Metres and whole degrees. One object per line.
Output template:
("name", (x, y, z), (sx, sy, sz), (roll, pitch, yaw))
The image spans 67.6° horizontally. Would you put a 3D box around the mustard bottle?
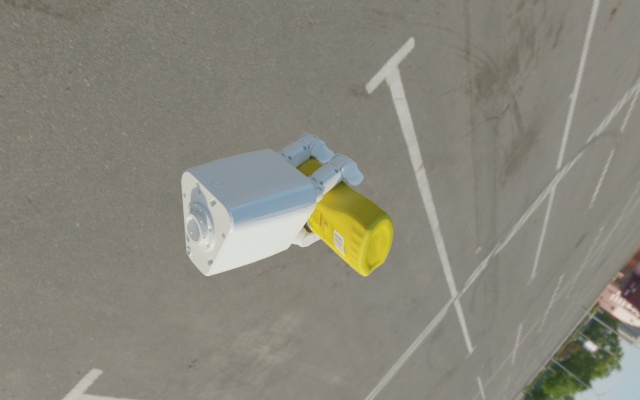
("mustard bottle", (0.001, 0.002, 0.575), (0.058, 0.096, 0.191), (-36, 56, -23))
